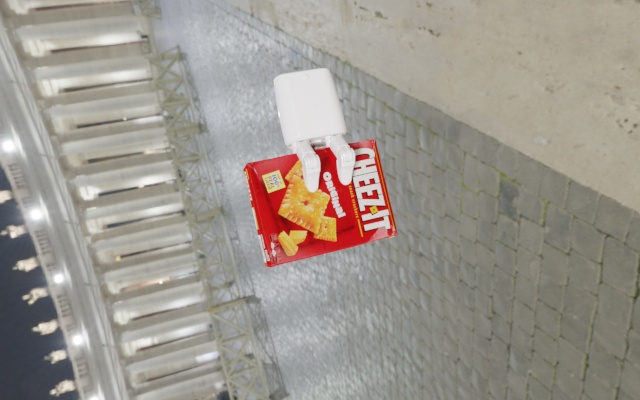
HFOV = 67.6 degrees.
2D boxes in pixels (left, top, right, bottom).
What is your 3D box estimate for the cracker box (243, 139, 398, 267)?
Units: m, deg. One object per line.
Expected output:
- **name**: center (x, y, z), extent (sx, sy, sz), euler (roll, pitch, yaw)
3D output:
- **cracker box**: center (0.000, 0.003, 0.763), extent (0.213, 0.164, 0.072), euler (-12, -2, -15)
